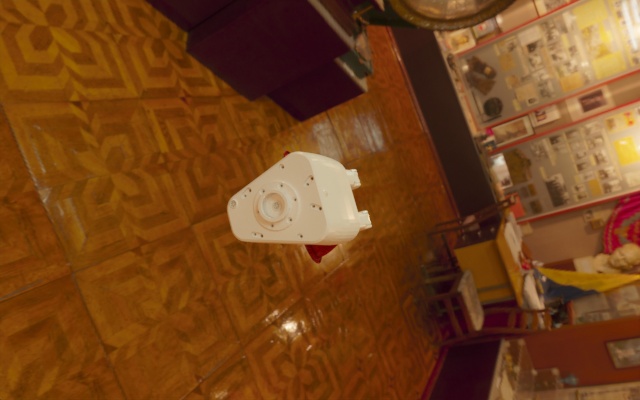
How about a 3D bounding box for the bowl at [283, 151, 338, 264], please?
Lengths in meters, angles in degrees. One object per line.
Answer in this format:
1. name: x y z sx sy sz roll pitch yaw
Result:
1. bowl: 0.001 0.002 0.658 0.055 0.162 0.162 -16 -2 7
